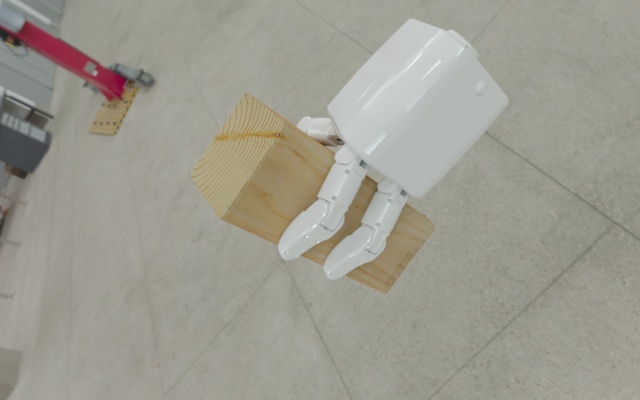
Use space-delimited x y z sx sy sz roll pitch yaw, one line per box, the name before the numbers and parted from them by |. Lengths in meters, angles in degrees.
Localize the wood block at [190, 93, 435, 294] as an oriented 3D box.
wood block | 0.000 0.001 0.444 0.206 0.090 0.090 30 8 -39
